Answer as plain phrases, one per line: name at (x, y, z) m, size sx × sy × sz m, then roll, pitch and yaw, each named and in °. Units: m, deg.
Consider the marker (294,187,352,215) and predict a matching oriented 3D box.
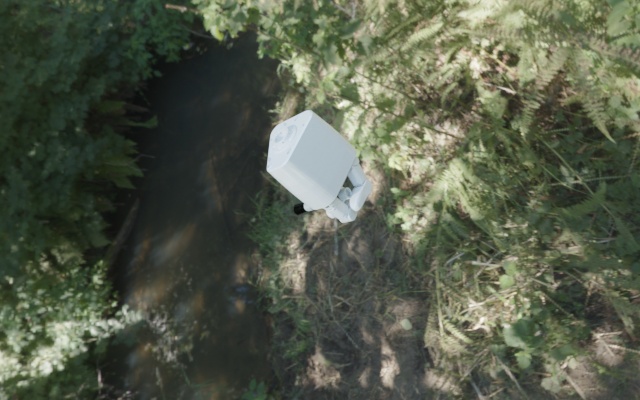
marker at (0.000, 0.003, 0.790) m, size 0.121 × 0.020 × 0.020 m, roll -18°, pitch -12°, yaw 40°
